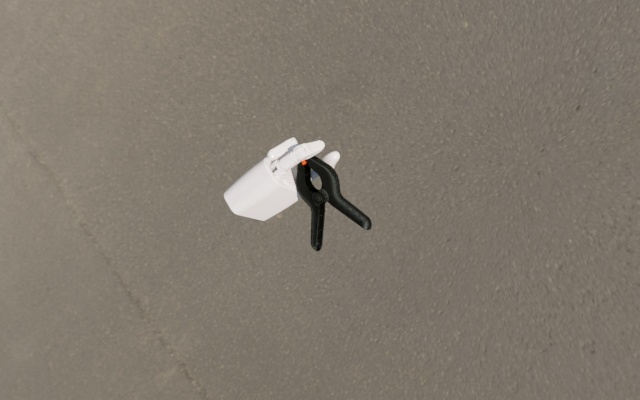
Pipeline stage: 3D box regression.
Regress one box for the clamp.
[{"bbox_3d":[0.000,0.003,0.826,0.120,0.171,0.039,-34,-9,21],"label":"clamp"}]
